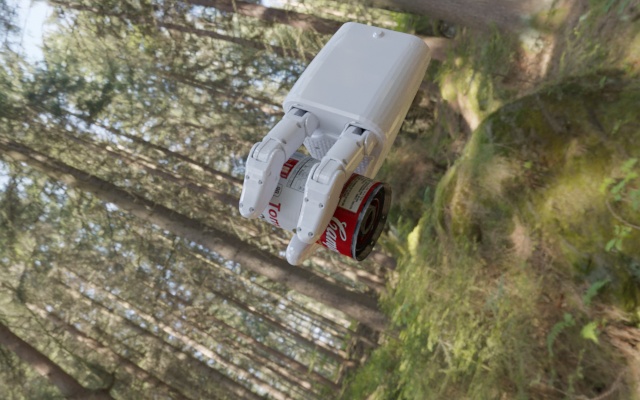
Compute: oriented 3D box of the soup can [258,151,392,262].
[{"bbox_3d":[0.000,0.002,0.406,0.102,0.068,0.068,21,8,22],"label":"soup can"}]
